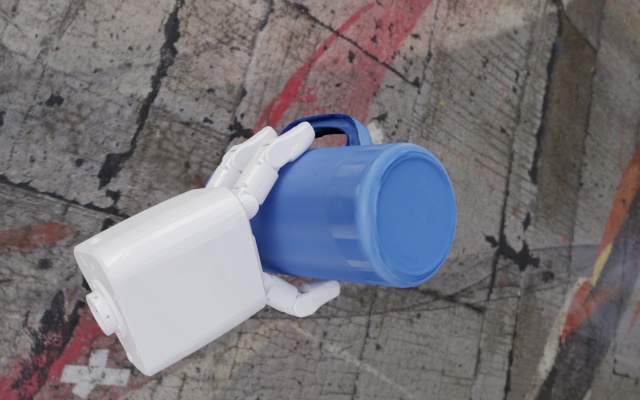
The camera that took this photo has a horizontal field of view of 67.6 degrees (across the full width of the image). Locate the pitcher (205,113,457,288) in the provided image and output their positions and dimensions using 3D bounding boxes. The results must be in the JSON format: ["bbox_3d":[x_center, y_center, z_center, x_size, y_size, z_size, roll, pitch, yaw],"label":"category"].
[{"bbox_3d":[0.000,0.002,0.444,0.145,0.149,0.243,-27,15,-35],"label":"pitcher"}]
